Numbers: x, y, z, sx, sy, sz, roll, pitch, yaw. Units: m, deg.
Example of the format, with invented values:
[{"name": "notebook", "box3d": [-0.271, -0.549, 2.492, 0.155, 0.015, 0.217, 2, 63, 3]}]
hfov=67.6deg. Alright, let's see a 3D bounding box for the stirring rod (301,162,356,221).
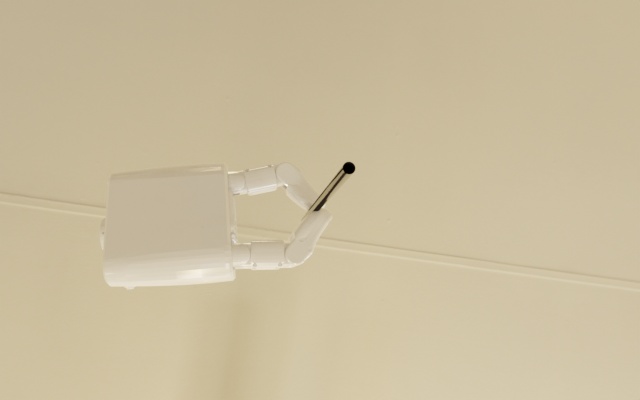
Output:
[{"name": "stirring rod", "box3d": [0.000, 0.001, 0.407, 0.011, 0.011, 0.239, 0, -10, -8]}]
